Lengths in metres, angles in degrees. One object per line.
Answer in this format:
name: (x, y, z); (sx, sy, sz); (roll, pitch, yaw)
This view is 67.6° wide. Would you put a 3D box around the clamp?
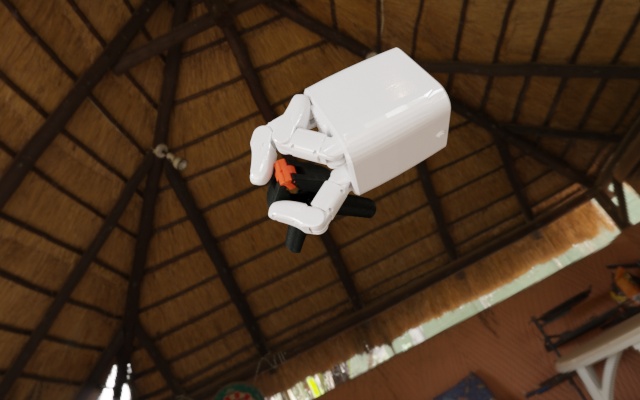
clamp: (0.000, 0.001, 0.531); (0.120, 0.039, 0.171); (-27, -27, -3)
